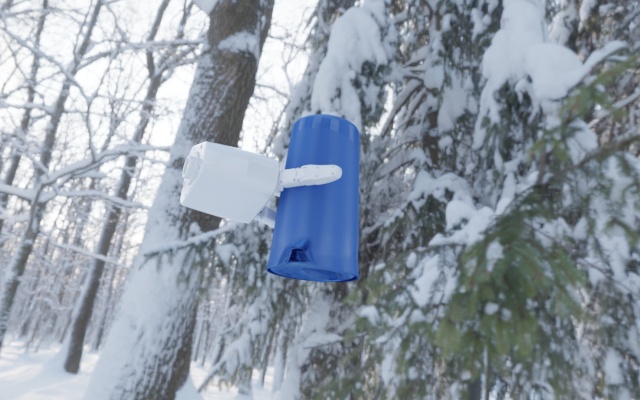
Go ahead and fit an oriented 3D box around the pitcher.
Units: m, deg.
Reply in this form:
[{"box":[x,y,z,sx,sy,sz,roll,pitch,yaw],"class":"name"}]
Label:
[{"box":[0.000,0.002,0.731,0.145,0.242,0.149,15,-20,-27],"class":"pitcher"}]
